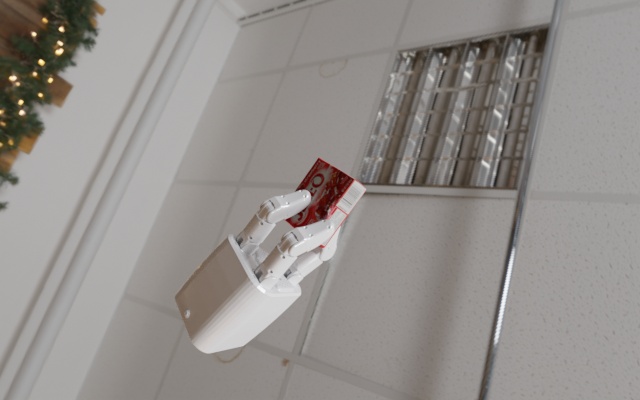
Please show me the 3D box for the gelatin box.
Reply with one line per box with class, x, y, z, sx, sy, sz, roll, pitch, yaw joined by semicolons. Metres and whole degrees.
gelatin box;0.001;0.002;0.570;0.030;0.089;0.073;36;-1;-44
